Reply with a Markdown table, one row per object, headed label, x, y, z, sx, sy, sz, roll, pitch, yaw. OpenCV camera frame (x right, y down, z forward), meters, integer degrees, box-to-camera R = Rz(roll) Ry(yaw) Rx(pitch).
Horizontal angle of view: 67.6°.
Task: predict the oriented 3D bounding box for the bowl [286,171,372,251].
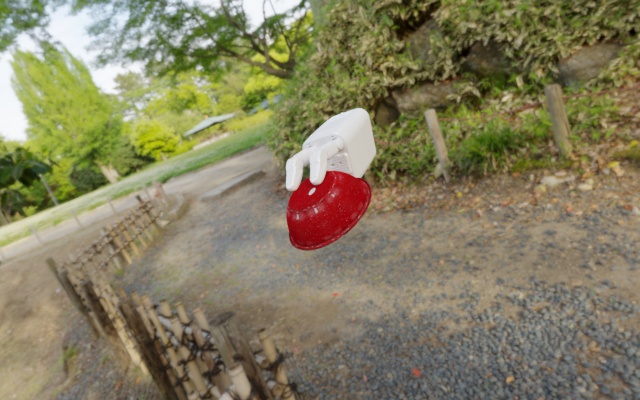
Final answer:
| label | x | y | z | sx | sy | sz | roll | pitch | yaw |
| --- | --- | --- | --- | --- | --- | --- | --- | --- | --- |
| bowl | 0.000 | 0.003 | 0.771 | 0.162 | 0.162 | 0.055 | 0 | -43 | 49 |
